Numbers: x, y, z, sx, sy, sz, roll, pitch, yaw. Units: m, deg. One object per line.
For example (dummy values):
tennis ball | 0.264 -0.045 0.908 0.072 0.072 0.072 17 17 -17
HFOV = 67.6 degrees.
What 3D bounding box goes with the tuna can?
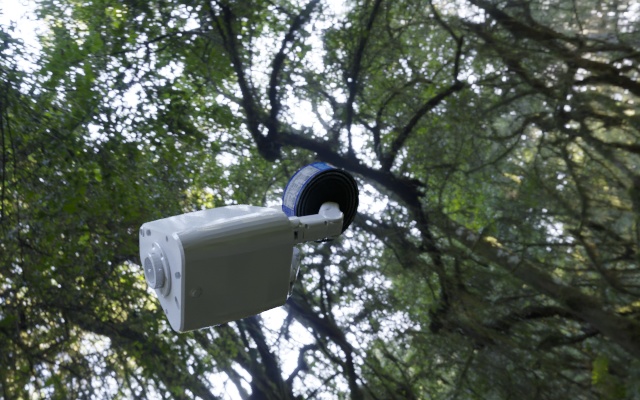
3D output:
tuna can | 0.000 0.002 0.534 0.086 0.086 0.033 0 18 -37
